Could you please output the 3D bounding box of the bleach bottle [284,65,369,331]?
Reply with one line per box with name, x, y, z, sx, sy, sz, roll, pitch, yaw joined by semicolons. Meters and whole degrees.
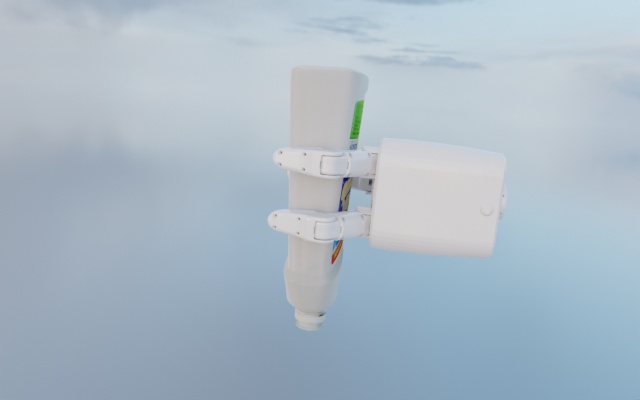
bleach bottle;0.000;0.001;0.467;0.068;0.251;0.102;7;12;10
